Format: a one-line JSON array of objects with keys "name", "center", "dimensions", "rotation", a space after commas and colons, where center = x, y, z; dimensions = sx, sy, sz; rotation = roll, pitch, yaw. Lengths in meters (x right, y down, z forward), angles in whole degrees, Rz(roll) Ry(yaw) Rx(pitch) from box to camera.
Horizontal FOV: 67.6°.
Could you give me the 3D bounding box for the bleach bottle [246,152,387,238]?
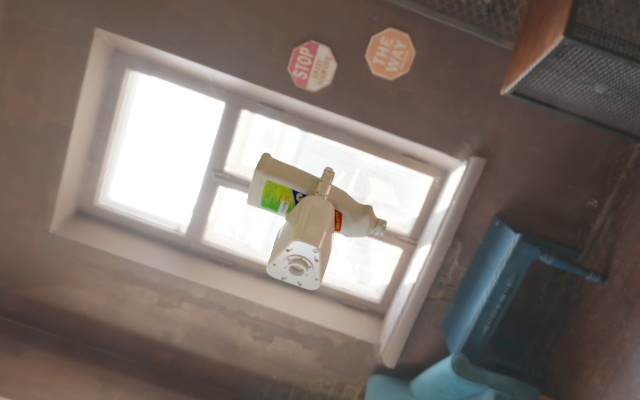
[{"name": "bleach bottle", "center": [0.000, 0.003, 0.851], "dimensions": [0.251, 0.103, 0.068], "rotation": [19, 40, -3]}]
